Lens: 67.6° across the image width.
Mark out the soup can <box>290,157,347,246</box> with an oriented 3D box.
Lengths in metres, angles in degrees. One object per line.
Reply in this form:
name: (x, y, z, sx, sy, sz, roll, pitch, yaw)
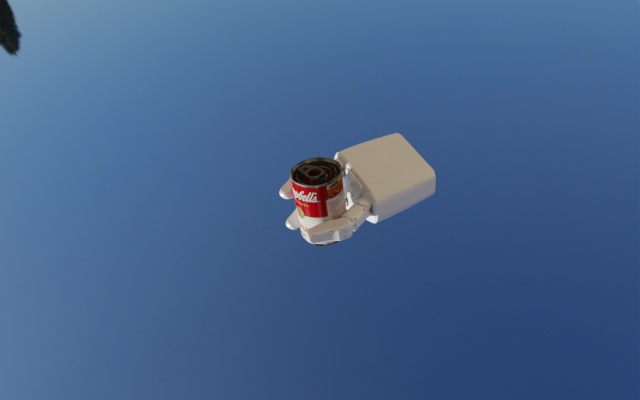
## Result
soup can: (0.000, 0.003, 0.644, 0.068, 0.102, 0.068, -5, 36, 4)
